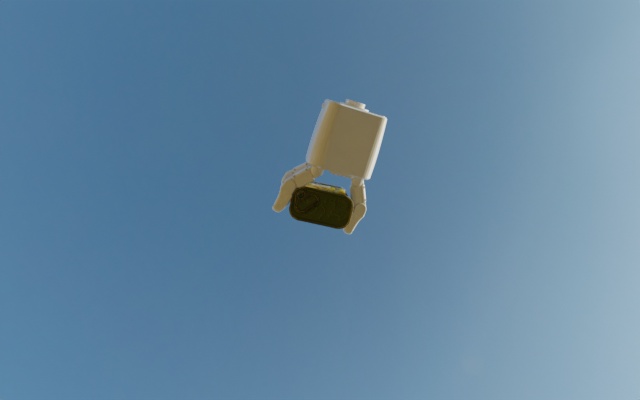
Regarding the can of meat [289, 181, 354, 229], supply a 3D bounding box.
[{"bbox_3d":[0.000,0.003,0.808,0.102,0.057,0.084,12,13,-5],"label":"can of meat"}]
